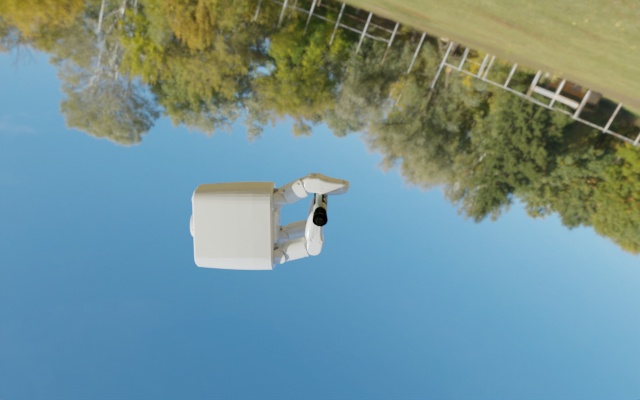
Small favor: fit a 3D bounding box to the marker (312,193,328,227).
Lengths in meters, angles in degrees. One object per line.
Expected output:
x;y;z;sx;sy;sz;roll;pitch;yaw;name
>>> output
0.000;0.002;0.624;0.020;0.020;0.121;0;23;1;marker
